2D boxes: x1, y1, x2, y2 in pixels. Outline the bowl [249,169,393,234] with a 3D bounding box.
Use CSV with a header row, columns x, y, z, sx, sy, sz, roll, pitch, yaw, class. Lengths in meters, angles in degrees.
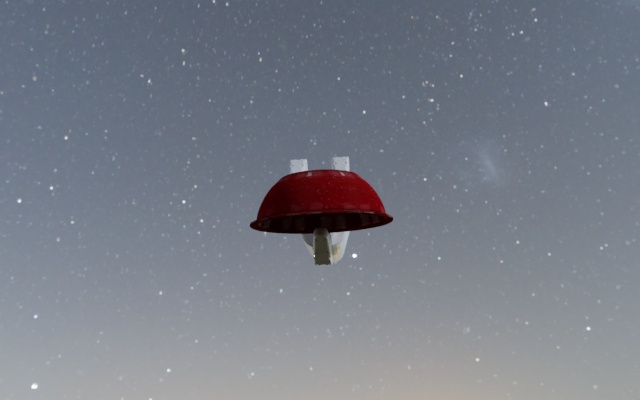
x,y,z,sx,sy,sz,roll,pitch,yaw,class
0.000,0.001,0.543,0.162,0.055,0.162,-3,-10,0,bowl
